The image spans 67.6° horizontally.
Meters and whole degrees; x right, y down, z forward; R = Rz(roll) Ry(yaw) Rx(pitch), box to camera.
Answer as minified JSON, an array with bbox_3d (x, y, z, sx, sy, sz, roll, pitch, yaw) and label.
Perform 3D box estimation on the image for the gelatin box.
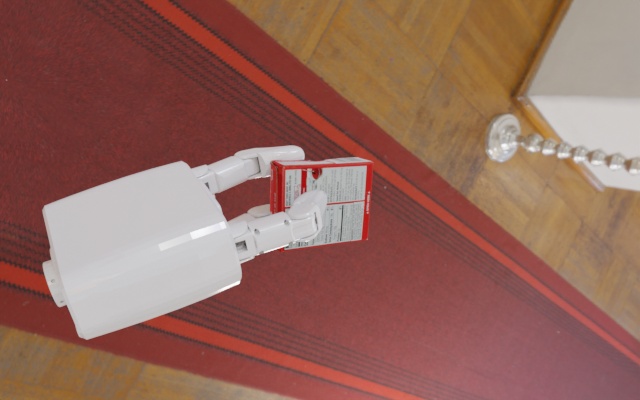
[{"bbox_3d":[0.001,0.001,0.416,0.089,0.073,0.030,-5,16,-26],"label":"gelatin box"}]
